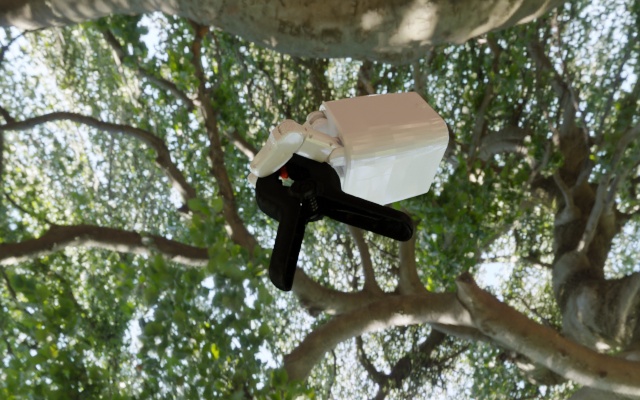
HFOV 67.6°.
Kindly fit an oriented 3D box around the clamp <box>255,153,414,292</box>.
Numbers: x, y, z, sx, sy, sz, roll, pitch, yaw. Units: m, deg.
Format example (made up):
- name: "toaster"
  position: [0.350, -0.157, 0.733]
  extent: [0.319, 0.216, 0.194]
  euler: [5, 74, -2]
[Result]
- name: "clamp"
  position: [0.000, 0.002, 0.420]
  extent: [0.120, 0.039, 0.171]
  euler: [-11, 40, -12]
